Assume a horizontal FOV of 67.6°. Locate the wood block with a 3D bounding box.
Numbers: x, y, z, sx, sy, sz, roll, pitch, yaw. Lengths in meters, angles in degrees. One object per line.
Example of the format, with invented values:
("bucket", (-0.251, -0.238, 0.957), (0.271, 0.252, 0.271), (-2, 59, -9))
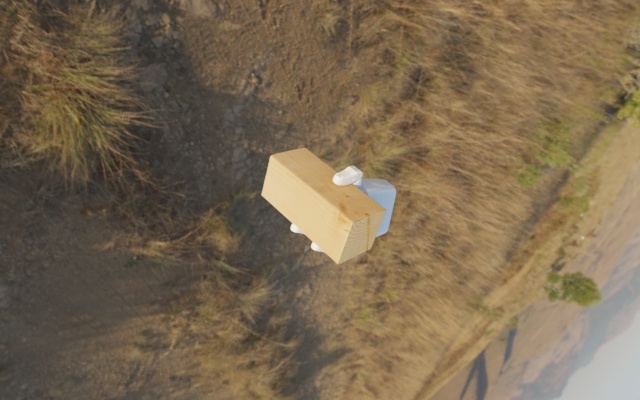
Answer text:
("wood block", (0.001, 0.002, 0.832), (0.090, 0.091, 0.206), (-18, 47, -43))
